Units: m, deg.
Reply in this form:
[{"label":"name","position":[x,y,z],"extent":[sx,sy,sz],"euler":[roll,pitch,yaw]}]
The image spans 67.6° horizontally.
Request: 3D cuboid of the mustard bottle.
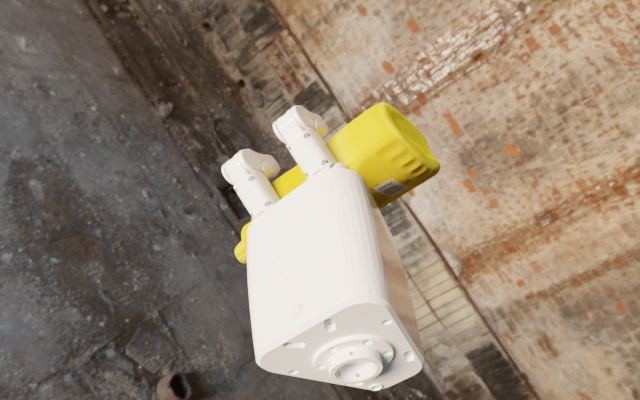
[{"label":"mustard bottle","position":[0.000,0.001,0.402],"extent":[0.192,0.058,0.096],"euler":[-35,-26,22]}]
